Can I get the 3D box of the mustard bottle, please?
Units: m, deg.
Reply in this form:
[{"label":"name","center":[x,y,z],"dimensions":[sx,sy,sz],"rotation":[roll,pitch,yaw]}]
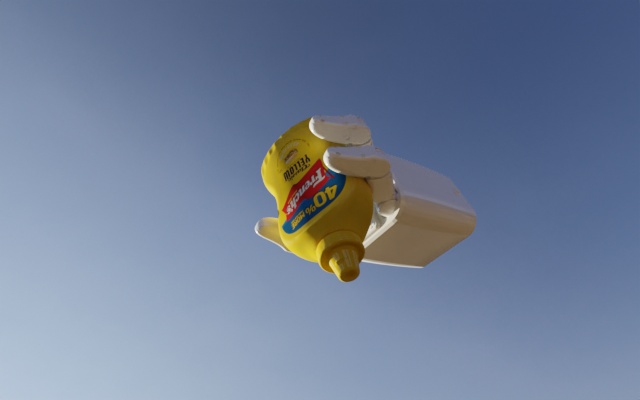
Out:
[{"label":"mustard bottle","center":[0.000,0.001,0.457],"dimensions":[0.096,0.191,0.058],"rotation":[-39,-49,15]}]
